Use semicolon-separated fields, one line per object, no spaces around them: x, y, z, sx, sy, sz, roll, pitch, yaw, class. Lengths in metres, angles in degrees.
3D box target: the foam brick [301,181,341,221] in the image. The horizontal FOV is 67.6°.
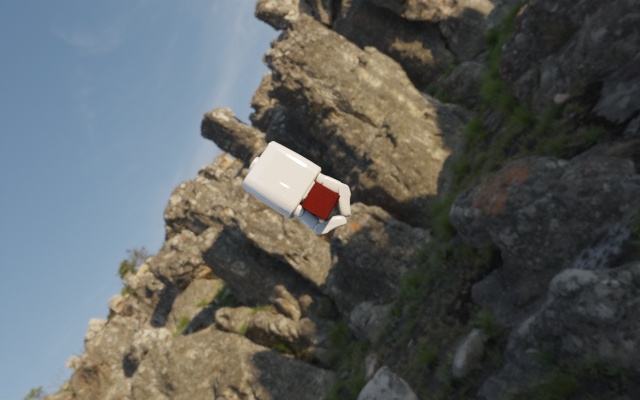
0.000;0.003;0.861;0.051;0.053;0.078;31;-3;1;foam brick
